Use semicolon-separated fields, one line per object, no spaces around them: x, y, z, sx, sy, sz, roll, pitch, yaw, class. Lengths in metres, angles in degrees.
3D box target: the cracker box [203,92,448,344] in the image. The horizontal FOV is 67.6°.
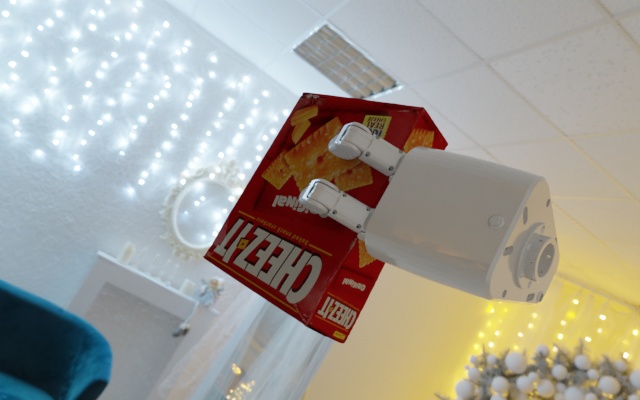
0.000;0.001;0.471;0.164;0.213;0.072;21;-14;43;cracker box
